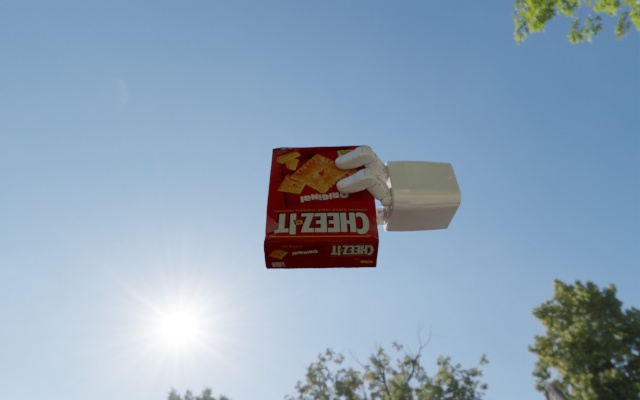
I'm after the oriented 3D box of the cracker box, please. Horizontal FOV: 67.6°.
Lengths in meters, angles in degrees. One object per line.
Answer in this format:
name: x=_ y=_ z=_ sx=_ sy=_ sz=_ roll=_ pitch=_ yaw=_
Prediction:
cracker box: x=0.000 y=0.002 z=0.750 sx=0.164 sy=0.072 sz=0.213 roll=-1 pitch=44 yaw=0
